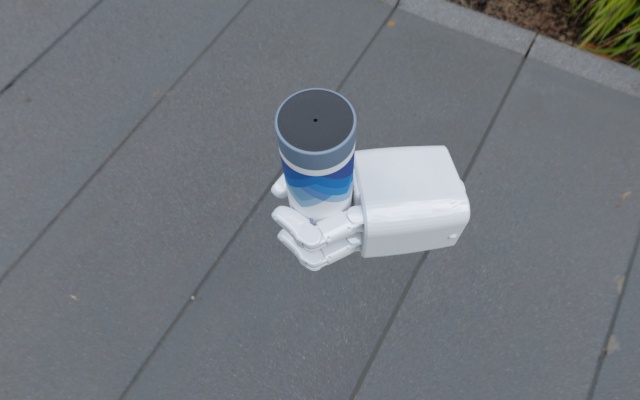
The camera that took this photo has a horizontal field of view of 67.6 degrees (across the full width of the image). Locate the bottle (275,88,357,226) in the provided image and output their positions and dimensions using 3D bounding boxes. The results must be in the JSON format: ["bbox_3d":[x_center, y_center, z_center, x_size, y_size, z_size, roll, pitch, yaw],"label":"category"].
[{"bbox_3d":[0.000,0.002,0.515,0.069,0.069,0.296,0,-27,2],"label":"bottle"}]
